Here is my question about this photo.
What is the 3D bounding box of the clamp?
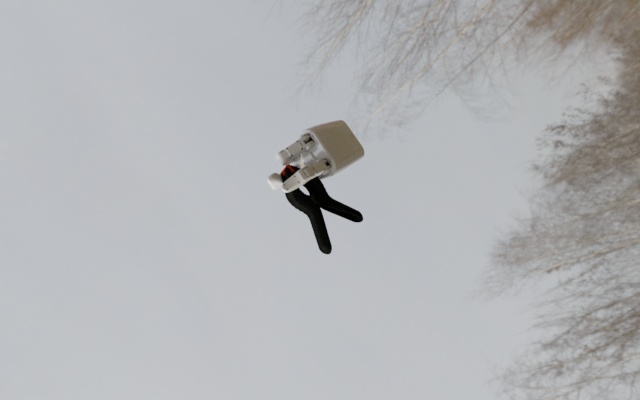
[{"bbox_3d":[0.000,0.003,0.855,0.120,0.171,0.039,-28,-8,-46],"label":"clamp"}]
